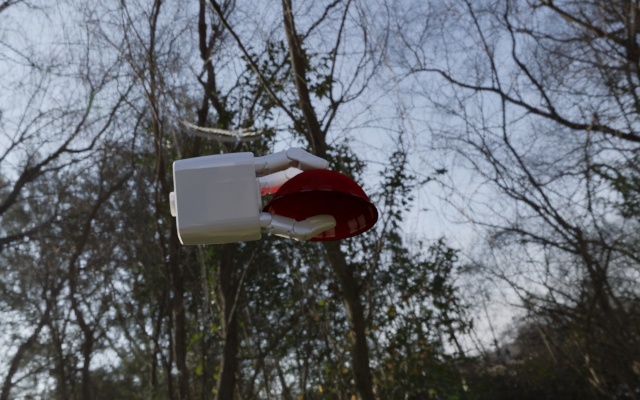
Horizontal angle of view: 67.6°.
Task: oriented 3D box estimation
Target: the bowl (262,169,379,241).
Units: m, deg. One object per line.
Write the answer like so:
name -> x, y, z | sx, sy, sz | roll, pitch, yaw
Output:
bowl -> 0.001, 0.002, 0.672 | 0.162, 0.055, 0.162 | 1, -28, 0
